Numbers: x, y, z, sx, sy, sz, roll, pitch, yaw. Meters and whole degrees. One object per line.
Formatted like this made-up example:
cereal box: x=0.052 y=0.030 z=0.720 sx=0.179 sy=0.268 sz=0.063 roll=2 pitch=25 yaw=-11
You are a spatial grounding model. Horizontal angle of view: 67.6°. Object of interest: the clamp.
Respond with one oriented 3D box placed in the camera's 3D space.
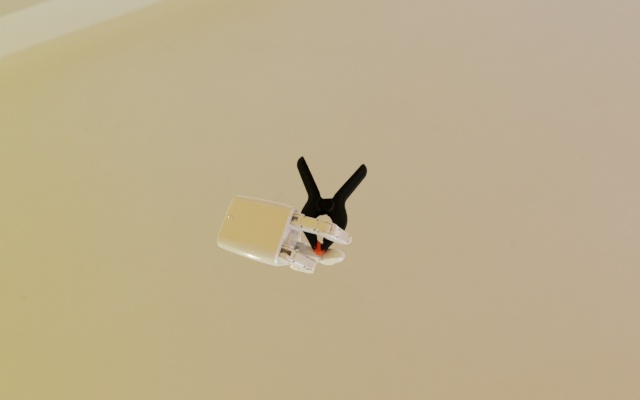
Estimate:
clamp: x=0.000 y=0.003 z=0.801 sx=0.120 sy=0.171 sz=0.039 roll=14 pitch=-19 yaw=13
